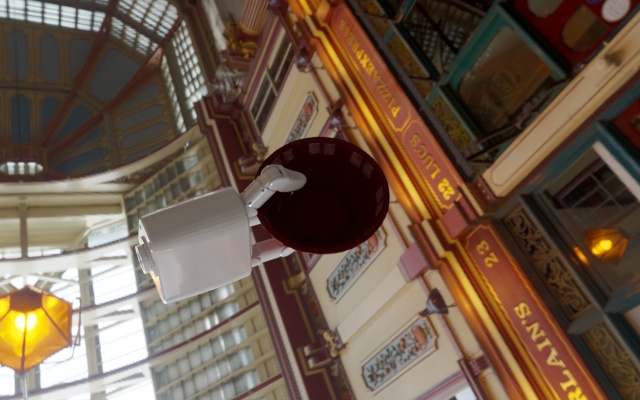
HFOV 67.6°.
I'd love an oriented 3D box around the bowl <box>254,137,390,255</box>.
[{"bbox_3d":[0.001,0.002,0.581,0.162,0.162,0.055,0,-30,-1],"label":"bowl"}]
